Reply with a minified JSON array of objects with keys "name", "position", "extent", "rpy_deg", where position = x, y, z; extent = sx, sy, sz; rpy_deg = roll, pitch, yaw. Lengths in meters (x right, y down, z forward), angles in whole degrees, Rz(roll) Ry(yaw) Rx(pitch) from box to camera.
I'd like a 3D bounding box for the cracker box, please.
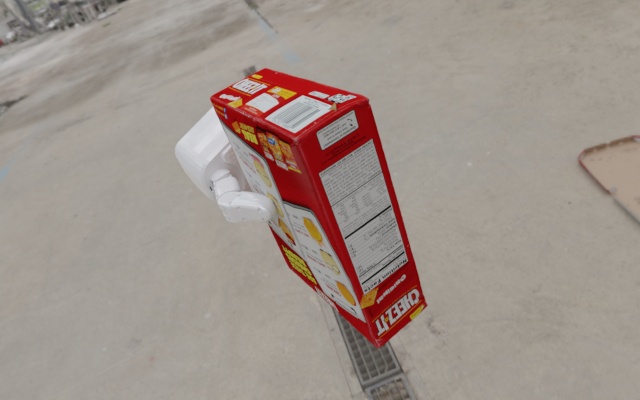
[{"name":"cracker box","position":[0.000,0.001,0.424],"extent":[0.072,0.214,0.164],"rpy_deg":[-34,34,-18]}]
